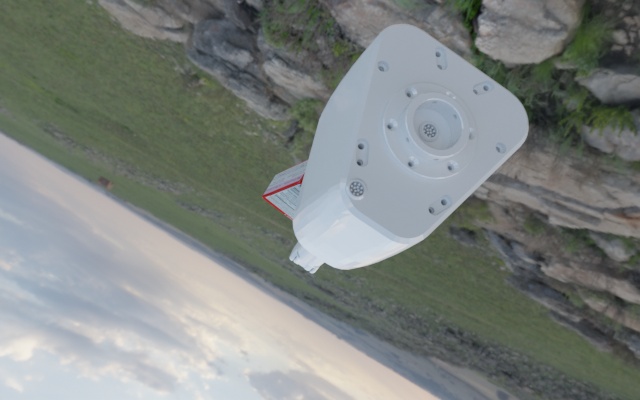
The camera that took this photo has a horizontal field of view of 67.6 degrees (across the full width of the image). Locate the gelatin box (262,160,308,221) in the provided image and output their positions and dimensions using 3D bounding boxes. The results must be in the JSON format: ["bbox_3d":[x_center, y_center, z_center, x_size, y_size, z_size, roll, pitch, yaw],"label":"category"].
[{"bbox_3d":[0.000,0.002,0.403,0.073,0.030,0.089,37,-23,-17],"label":"gelatin box"}]
